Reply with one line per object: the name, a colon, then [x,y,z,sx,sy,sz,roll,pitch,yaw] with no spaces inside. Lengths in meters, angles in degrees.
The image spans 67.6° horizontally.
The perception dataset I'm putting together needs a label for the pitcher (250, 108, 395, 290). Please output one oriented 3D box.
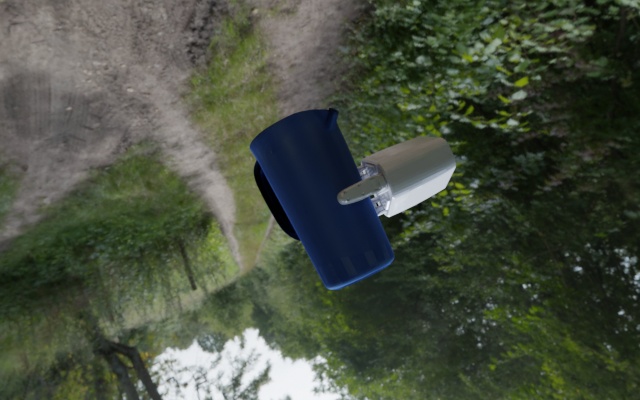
pitcher: [0.000,0.002,0.690,0.145,0.243,0.149,-25,-6,-6]
